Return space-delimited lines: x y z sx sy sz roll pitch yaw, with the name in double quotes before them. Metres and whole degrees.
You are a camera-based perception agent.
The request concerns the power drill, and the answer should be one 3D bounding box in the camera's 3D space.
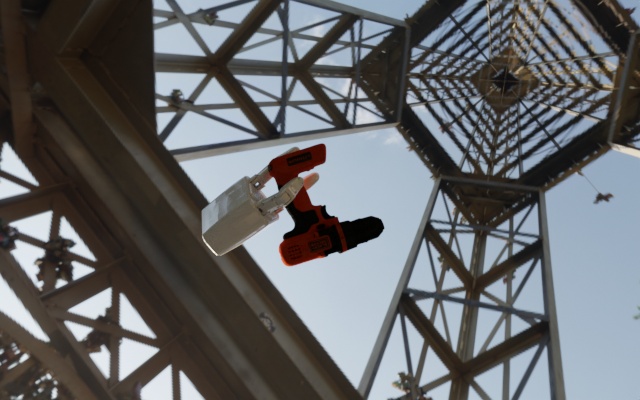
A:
"power drill" 0.000 0.002 0.811 0.184 0.187 0.057 -17 -3 -8
